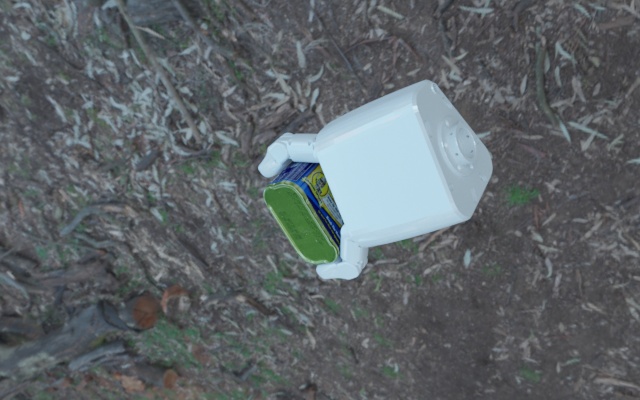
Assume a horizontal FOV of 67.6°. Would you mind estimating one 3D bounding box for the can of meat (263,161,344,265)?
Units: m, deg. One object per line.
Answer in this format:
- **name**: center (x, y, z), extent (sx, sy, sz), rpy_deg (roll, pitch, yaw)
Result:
- **can of meat**: center (0.000, 0.002, 0.482), extent (0.057, 0.102, 0.084), rpy_deg (-14, 26, 42)
